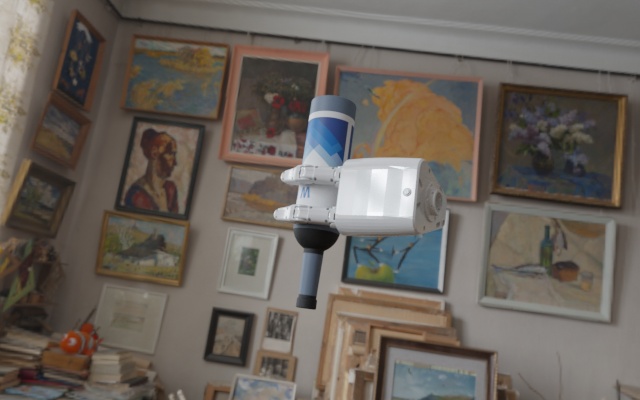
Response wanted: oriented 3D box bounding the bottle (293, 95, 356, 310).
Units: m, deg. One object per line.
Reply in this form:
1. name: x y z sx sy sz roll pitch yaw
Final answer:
1. bottle: 0.000 0.002 0.670 0.069 0.295 0.069 8 -12 2
